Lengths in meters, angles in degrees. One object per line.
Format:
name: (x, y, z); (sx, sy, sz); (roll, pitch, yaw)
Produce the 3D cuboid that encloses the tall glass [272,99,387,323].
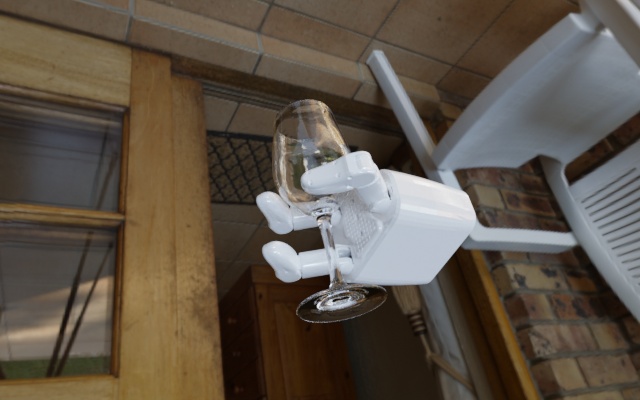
tall glass: (0.000, 0.002, 0.434); (0.079, 0.201, 0.079); (-9, -32, -6)
